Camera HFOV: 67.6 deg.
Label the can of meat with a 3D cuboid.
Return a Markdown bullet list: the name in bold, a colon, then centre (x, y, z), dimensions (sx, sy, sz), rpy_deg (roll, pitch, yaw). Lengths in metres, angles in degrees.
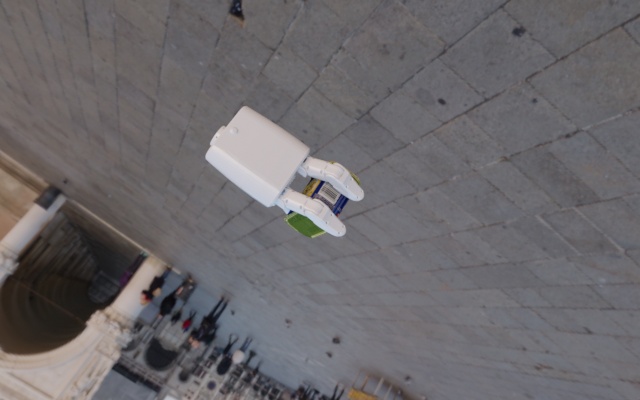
- **can of meat**: centre (0.000, 0.003, 0.674), dimensions (0.057, 0.084, 0.102), rpy_deg (37, -22, -9)
